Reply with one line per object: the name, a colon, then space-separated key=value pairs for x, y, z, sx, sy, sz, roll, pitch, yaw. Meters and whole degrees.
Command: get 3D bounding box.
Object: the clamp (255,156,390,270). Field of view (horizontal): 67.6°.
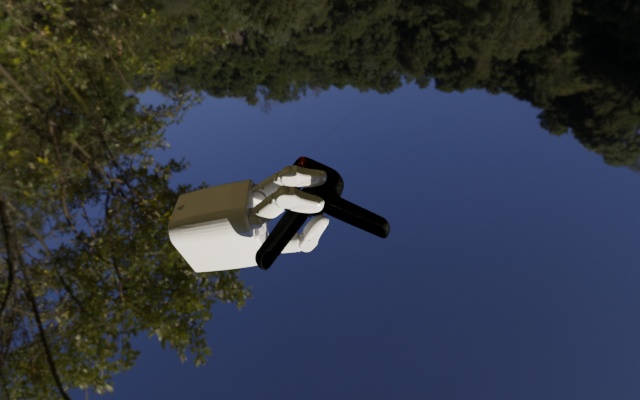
clamp: x=0.000 y=0.002 z=0.638 sx=0.164 sy=0.036 sz=0.209 roll=-10 pitch=36 yaw=5
